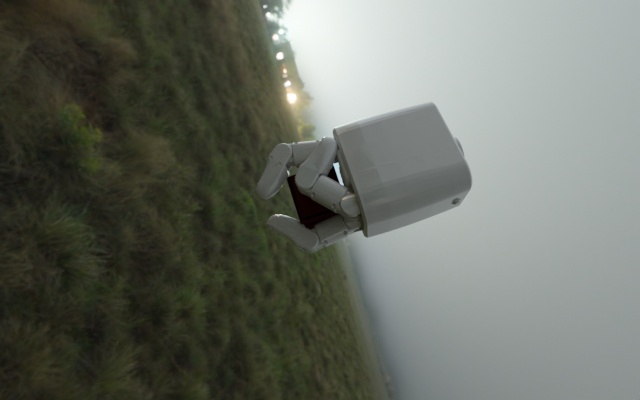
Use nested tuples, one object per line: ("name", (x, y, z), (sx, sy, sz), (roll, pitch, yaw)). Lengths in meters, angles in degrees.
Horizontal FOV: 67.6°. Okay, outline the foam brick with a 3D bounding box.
("foam brick", (0.000, 0.002, 0.521), (0.051, 0.053, 0.078), (-19, -17, 0))
